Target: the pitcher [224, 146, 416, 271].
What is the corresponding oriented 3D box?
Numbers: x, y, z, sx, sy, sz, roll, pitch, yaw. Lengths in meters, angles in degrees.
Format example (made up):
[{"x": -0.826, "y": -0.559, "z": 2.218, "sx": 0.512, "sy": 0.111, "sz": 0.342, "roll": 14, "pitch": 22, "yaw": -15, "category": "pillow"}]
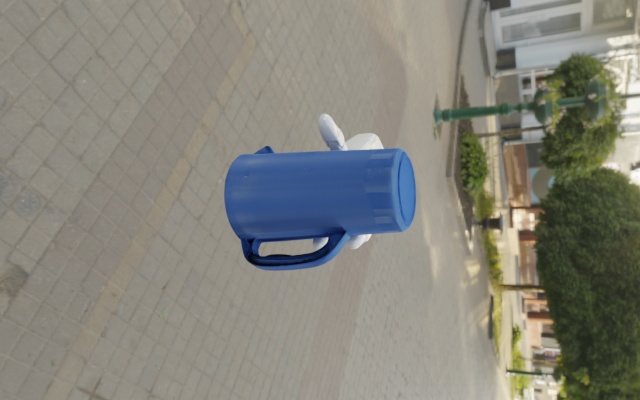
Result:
[{"x": 0.000, "y": 0.002, "z": 0.653, "sx": 0.243, "sy": 0.149, "sz": 0.145, "roll": -3, "pitch": 20, "yaw": 24, "category": "pitcher"}]
